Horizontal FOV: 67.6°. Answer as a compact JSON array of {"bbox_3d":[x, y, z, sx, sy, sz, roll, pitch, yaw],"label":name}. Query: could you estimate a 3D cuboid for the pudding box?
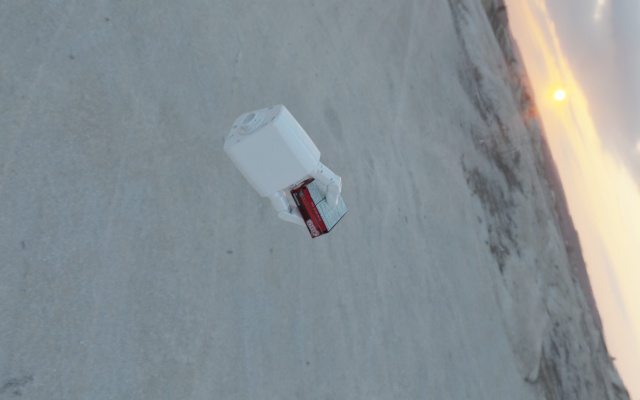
[{"bbox_3d":[0.000,0.003,0.830,0.039,0.090,0.113,-19,10,28],"label":"pudding box"}]
